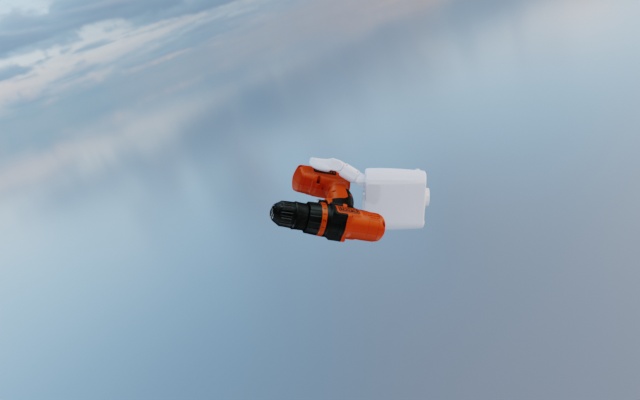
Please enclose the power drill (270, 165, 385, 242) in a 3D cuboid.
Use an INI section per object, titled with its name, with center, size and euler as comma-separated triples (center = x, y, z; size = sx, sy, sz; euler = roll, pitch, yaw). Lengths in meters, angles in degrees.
[power drill]
center = 0.000, 0.002, 0.798
size = 0.184, 0.057, 0.187
euler = 11, 25, -16
